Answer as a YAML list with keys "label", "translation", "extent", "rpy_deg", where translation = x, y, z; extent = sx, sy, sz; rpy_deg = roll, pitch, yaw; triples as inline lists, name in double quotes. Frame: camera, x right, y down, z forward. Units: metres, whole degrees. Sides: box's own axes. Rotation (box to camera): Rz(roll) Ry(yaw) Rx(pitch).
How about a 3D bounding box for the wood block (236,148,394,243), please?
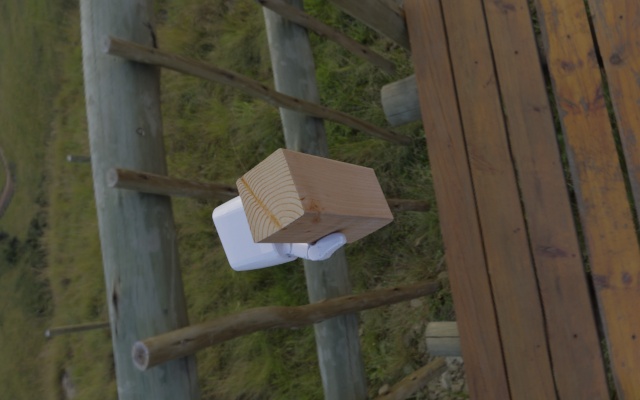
- label: "wood block"
  translation: [0.000, 0.003, 0.654]
  extent: [0.090, 0.090, 0.206]
  rpy_deg: [-32, -22, 32]
